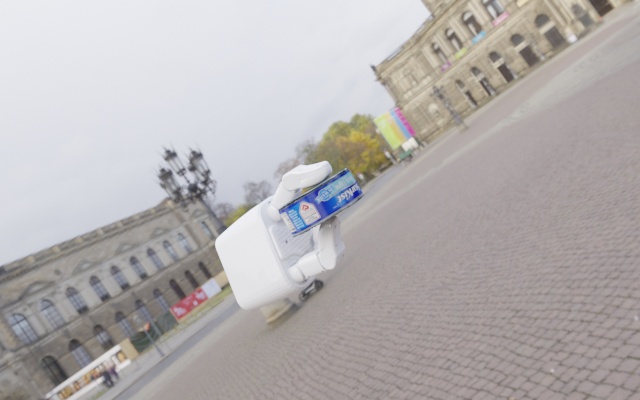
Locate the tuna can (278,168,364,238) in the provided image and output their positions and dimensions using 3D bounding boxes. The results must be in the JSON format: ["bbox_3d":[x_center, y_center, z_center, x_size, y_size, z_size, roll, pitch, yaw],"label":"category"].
[{"bbox_3d":[0.000,0.001,0.491,0.086,0.034,0.086,-31,2,1],"label":"tuna can"}]
